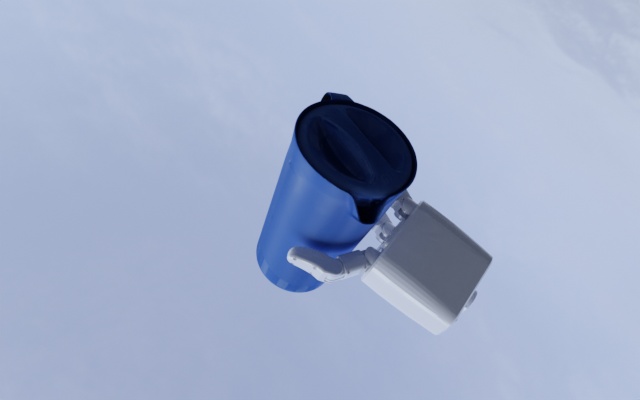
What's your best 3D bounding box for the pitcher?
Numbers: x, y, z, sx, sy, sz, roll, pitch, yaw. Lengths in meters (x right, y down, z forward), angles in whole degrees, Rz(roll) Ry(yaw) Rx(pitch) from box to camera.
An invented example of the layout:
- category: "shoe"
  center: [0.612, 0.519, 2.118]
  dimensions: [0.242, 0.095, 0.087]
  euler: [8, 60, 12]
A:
- category: "pitcher"
  center: [0.000, 0.002, 0.571]
  dimensions: [0.149, 0.145, 0.243]
  euler: [-45, -10, -41]
